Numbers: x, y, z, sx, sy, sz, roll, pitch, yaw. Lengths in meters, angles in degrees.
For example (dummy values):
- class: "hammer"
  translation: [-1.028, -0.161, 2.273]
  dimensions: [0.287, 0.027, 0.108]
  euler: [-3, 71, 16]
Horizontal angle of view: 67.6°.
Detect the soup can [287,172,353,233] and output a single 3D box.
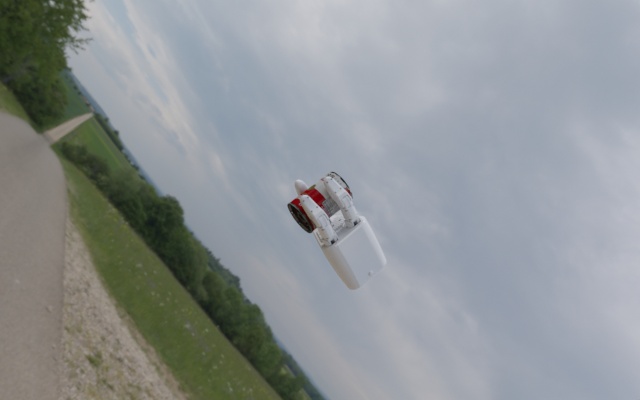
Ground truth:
- class: "soup can"
  translation: [0.000, 0.002, 0.869]
  dimensions: [0.102, 0.068, 0.068]
  euler: [-38, 12, -16]
